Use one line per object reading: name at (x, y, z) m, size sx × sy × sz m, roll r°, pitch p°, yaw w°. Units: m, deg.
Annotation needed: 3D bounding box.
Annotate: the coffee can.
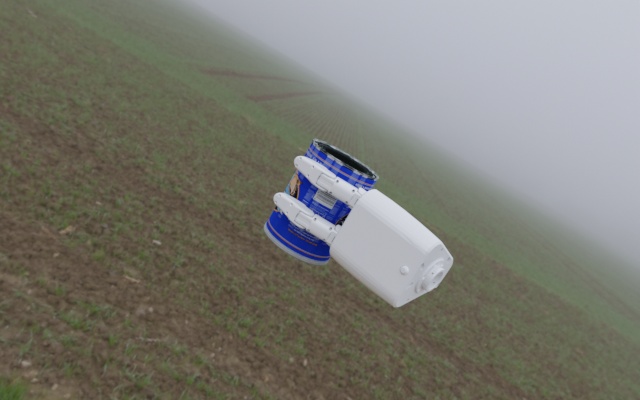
coffee can at (0.000, 0.002, 0.652) m, size 0.103 × 0.140 × 0.102 m, roll 29°, pitch 14°, yaw -8°
